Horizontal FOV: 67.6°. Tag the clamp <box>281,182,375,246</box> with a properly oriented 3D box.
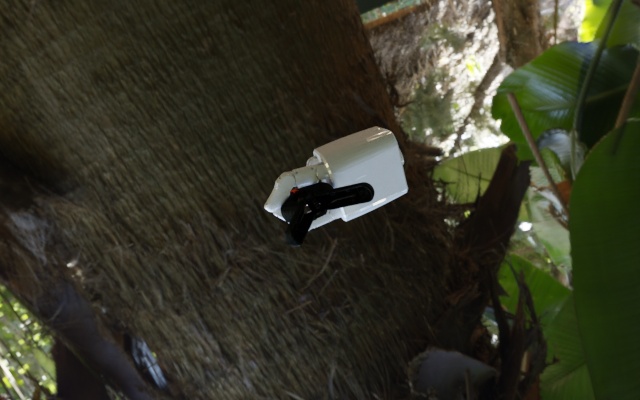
[{"bbox_3d":[0.000,0.003,0.624,0.120,0.039,0.171,-24,18,-5],"label":"clamp"}]
